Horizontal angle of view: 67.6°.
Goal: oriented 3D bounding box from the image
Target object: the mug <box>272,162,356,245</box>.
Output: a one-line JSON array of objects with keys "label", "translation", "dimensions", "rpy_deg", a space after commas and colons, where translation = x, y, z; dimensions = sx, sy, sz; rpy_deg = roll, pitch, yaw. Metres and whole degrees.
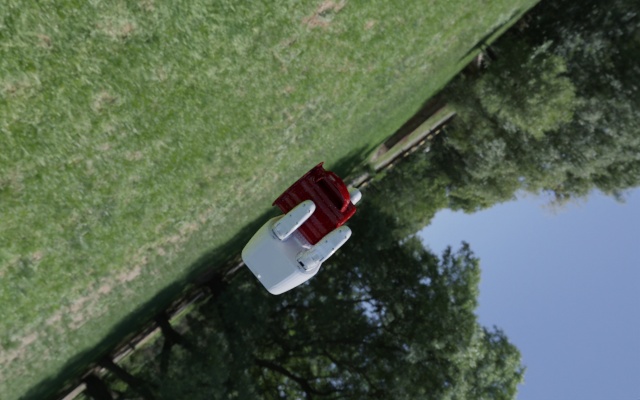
[{"label": "mug", "translation": [0.001, 0.002, 0.646], "dimensions": [0.093, 0.081, 0.117], "rpy_deg": [-40, 0, -40]}]
